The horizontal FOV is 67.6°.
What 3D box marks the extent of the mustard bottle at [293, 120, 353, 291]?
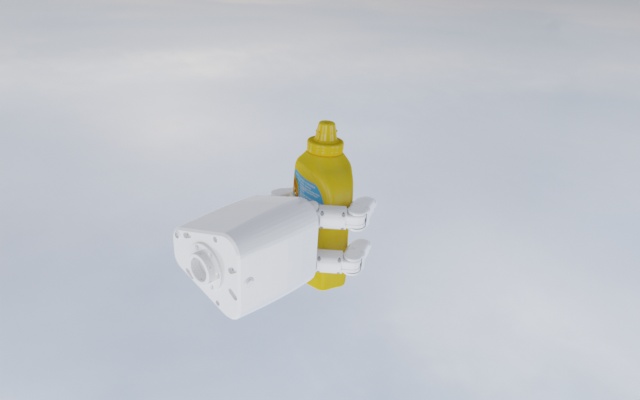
[{"bbox_3d":[0.000,0.002,0.558,0.058,0.192,0.096,-8,27,-24],"label":"mustard bottle"}]
